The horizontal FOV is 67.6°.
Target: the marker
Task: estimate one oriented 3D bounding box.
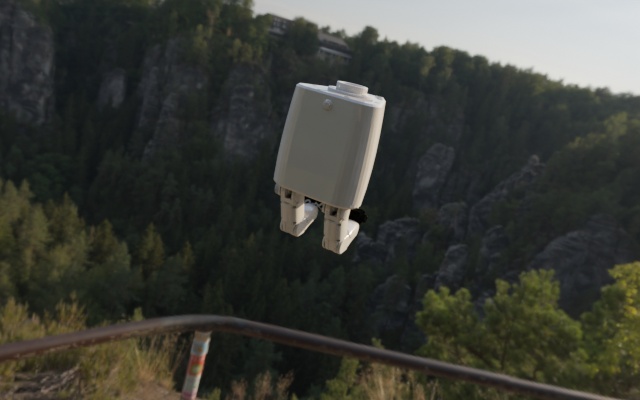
[{"bbox_3d":[0.000,0.002,0.575,0.121,0.020,0.020,21,8,21],"label":"marker"}]
